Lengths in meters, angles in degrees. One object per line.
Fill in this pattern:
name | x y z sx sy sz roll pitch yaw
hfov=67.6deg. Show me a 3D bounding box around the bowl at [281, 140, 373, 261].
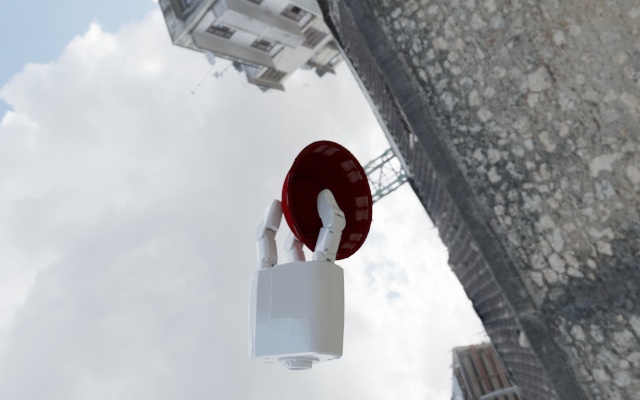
bowl | 0.000 0.001 0.650 0.162 0.162 0.055 0 -7 -44
